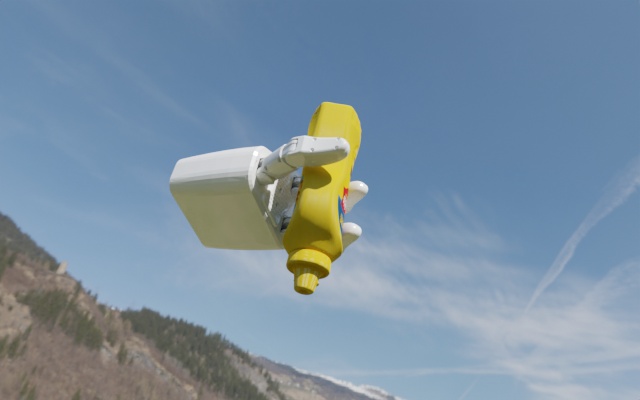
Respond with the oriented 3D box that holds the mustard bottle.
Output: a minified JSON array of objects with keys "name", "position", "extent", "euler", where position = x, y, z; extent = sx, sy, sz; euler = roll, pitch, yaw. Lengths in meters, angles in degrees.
[{"name":"mustard bottle","position":[0.000,0.001,0.477],"extent":[0.058,0.191,0.096],"euler":[10,-31,2]}]
